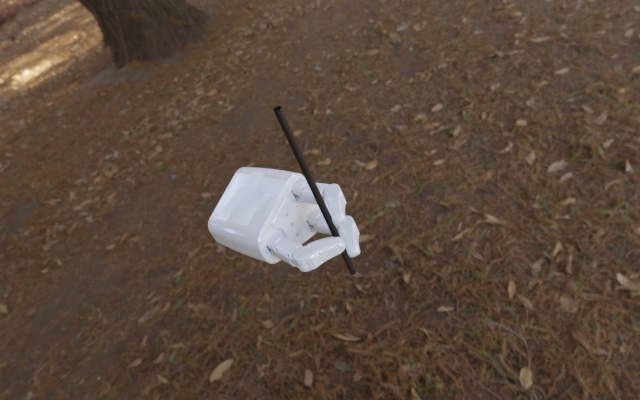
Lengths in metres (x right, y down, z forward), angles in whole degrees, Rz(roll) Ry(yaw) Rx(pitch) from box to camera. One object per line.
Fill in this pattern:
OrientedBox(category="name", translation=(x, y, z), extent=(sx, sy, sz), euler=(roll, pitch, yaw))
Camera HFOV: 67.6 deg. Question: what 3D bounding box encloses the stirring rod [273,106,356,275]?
OrientedBox(category="stirring rod", translation=(0.000, 0.002, 0.516), extent=(0.011, 0.240, 0.011), euler=(-15, 38, 12))
